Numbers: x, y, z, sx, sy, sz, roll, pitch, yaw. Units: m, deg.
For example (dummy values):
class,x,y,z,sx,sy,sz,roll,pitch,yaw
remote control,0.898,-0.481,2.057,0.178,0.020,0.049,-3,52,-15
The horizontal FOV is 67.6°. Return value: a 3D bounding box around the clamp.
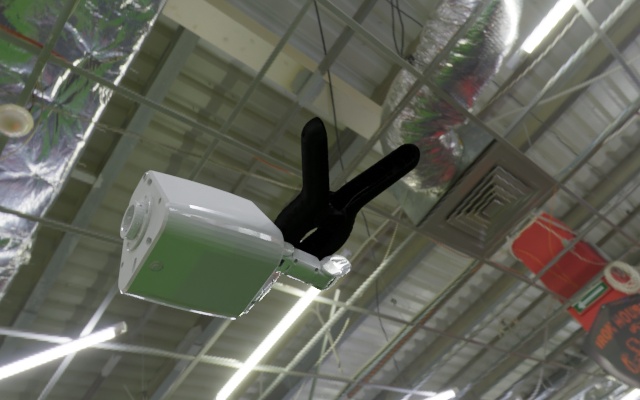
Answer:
class,x,y,z,sx,sy,sz,roll,pitch,yaw
clamp,0.000,0.001,0.428,0.120,0.171,0.039,22,26,-34
